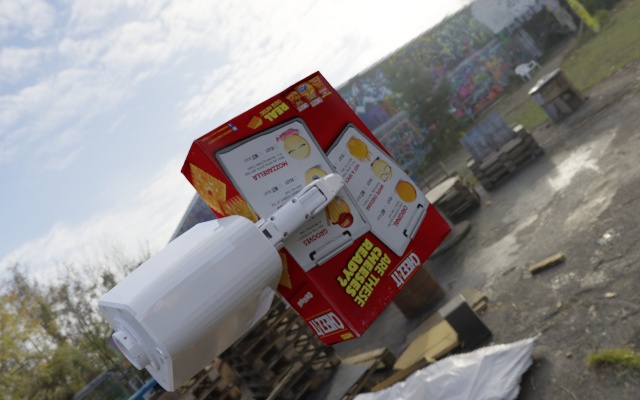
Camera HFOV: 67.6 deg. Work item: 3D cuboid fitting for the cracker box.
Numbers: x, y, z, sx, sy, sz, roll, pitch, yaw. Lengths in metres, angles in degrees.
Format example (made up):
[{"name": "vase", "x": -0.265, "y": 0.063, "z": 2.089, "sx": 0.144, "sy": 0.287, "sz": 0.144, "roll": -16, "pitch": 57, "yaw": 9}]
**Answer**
[{"name": "cracker box", "x": 0.000, "y": 0.001, "z": 0.460, "sx": 0.164, "sy": 0.213, "sz": 0.072, "roll": -39, "pitch": -1, "yaw": -35}]
